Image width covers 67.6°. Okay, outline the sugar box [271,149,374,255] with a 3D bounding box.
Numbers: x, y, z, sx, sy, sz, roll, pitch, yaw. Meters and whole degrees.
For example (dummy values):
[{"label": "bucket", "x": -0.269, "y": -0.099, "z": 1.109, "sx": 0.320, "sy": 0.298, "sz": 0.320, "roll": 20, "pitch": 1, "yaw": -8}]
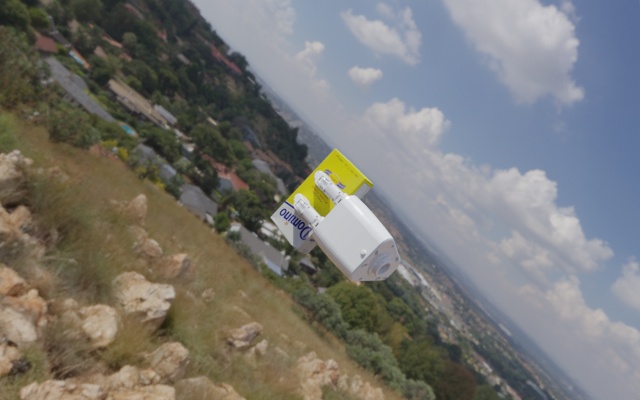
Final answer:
[{"label": "sugar box", "x": 0.000, "y": 0.003, "z": 0.855, "sx": 0.093, "sy": 0.176, "sz": 0.048, "roll": 48, "pitch": 7, "yaw": 32}]
